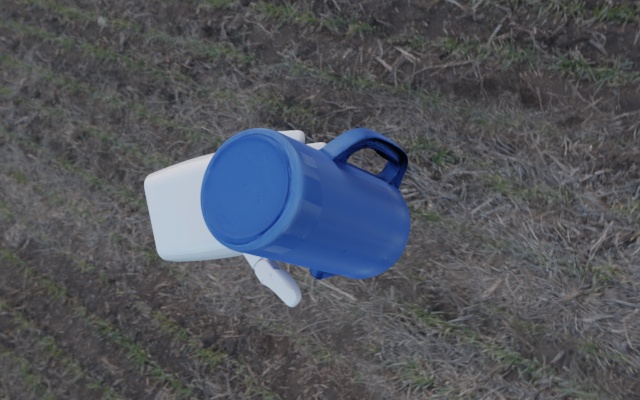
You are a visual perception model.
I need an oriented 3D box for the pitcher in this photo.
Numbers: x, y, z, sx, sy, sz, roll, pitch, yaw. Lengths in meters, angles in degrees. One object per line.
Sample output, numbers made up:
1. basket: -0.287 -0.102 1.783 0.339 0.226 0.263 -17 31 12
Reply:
1. pitcher: 0.000 0.002 0.497 0.145 0.149 0.243 -8 -14 27
